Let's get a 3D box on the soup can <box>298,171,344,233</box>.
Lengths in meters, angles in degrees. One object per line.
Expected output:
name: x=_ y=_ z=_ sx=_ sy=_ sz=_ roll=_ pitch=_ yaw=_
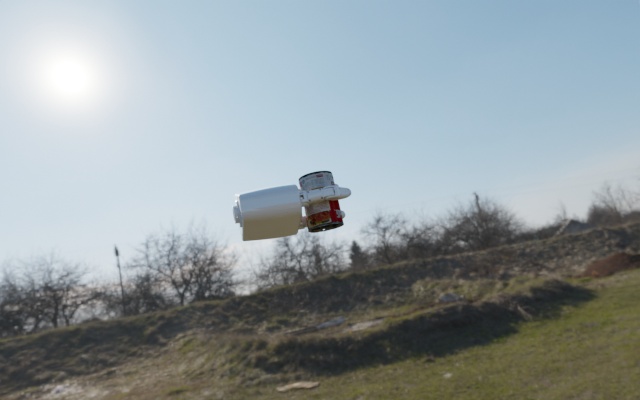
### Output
soup can: x=0.001 y=0.003 z=0.890 sx=0.068 sy=0.102 sz=0.068 roll=-12 pitch=-12 yaw=-3
